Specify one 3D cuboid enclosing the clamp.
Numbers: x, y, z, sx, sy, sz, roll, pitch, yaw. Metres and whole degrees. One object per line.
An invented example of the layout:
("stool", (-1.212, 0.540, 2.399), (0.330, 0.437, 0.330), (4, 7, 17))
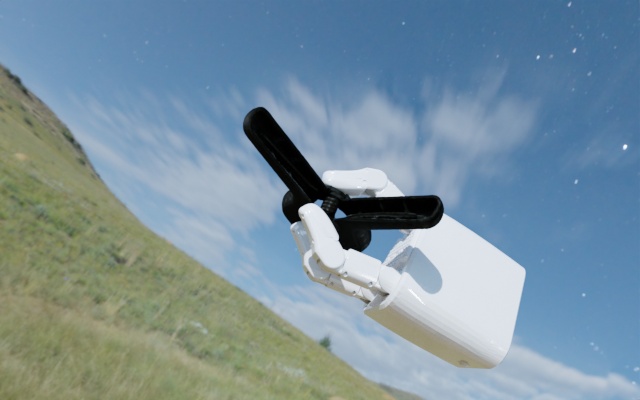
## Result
("clamp", (0.001, 0.001, 0.435), (0.164, 0.036, 0.210), (31, -22, 0))
